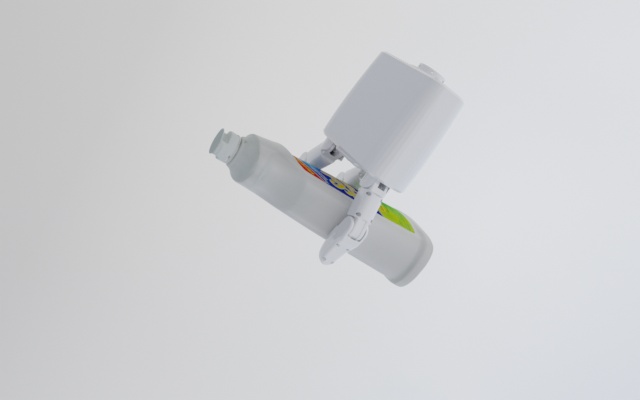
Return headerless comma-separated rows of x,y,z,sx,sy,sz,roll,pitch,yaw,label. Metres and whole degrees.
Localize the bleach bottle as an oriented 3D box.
0.000,0.002,0.506,0.251,0.068,0.102,29,15,-26,bleach bottle
